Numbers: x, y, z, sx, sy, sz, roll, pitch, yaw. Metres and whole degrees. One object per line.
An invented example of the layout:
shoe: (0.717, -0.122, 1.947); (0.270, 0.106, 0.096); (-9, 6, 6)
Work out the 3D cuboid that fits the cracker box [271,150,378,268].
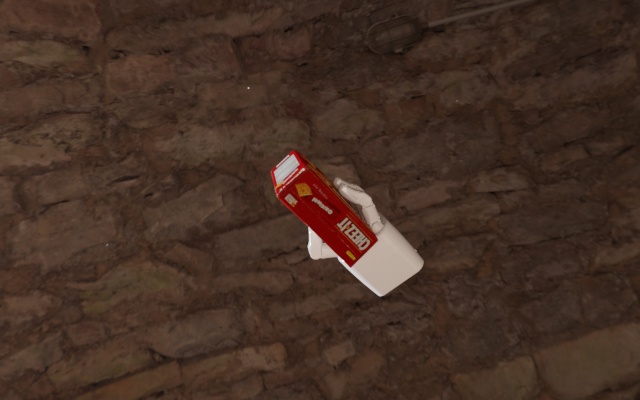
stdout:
cracker box: (0.000, 0.003, 0.811); (0.164, 0.072, 0.213); (45, 3, -15)
